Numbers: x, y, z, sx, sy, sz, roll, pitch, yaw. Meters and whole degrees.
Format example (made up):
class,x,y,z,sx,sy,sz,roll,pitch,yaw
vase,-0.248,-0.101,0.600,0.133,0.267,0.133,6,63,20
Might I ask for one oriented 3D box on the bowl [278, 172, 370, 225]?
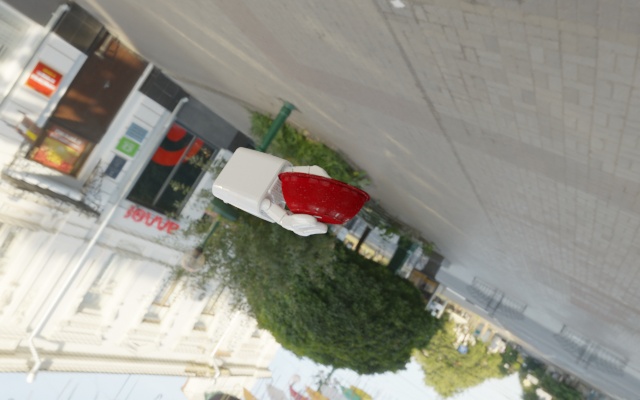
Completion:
class,x,y,z,sx,sy,sz,roll,pitch,yaw
bowl,0.001,0.003,0.804,0.162,0.055,0.162,13,-10,2
